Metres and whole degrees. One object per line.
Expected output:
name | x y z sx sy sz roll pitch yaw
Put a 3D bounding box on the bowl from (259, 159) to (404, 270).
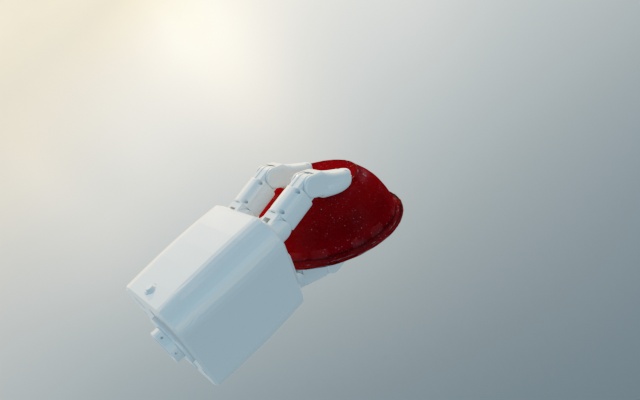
bowl | 0.001 0.001 0.489 0.162 0.055 0.162 -14 25 6
